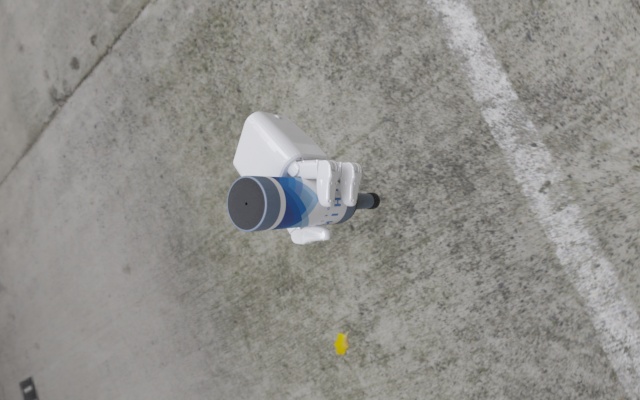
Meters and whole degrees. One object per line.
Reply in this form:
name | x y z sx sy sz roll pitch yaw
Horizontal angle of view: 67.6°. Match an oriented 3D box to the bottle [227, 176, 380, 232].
bottle | 0.000 0.002 0.678 0.069 0.069 0.296 0 1 37
